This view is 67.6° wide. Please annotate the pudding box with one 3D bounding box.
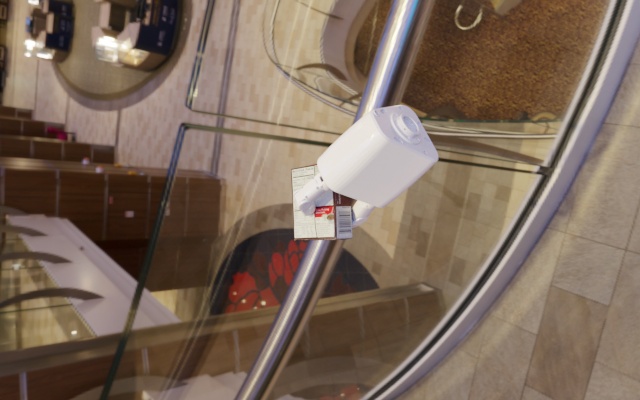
[{"bbox_3d":[0.000,0.002,0.701,0.039,0.113,0.090,3,-6,-44],"label":"pudding box"}]
